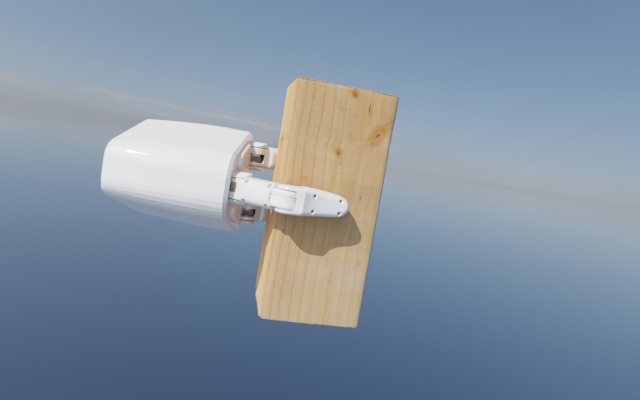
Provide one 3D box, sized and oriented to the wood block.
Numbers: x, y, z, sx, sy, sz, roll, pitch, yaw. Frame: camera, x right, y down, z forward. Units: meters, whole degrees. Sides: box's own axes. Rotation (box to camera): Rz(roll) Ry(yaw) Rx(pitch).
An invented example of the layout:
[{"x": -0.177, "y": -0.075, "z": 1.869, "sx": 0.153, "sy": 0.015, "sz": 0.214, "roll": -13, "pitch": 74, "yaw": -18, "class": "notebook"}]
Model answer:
[{"x": 0.000, "y": 0.001, "z": 0.447, "sx": 0.090, "sy": 0.206, "sz": 0.091, "roll": 8, "pitch": 6, "yaw": -11, "class": "wood block"}]
